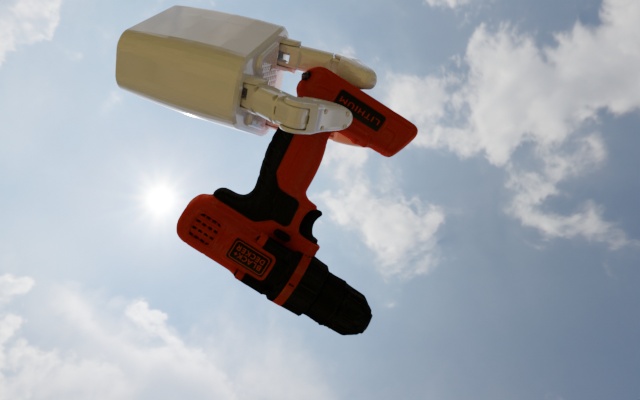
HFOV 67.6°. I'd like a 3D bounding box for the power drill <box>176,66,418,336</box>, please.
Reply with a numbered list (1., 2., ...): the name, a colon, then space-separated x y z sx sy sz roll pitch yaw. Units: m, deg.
1. power drill: 0.000 0.001 0.401 0.184 0.187 0.057 32 1 -7
